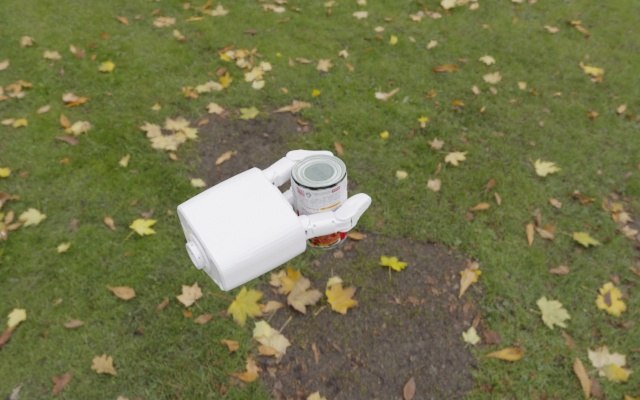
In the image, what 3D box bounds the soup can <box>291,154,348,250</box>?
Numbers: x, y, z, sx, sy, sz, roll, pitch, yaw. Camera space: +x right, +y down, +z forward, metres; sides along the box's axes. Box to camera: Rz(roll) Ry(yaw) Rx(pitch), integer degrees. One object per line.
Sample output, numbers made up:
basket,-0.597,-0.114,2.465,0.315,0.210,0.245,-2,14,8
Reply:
soup can,0.001,0.002,0.595,0.068,0.102,0.068,-2,41,2
